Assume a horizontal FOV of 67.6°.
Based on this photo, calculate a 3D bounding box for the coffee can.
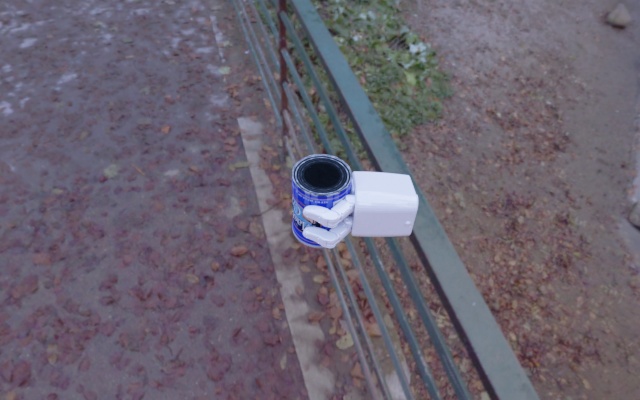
[{"bbox_3d":[0.000,0.003,0.857,0.103,0.102,0.140,0,-43,-3],"label":"coffee can"}]
